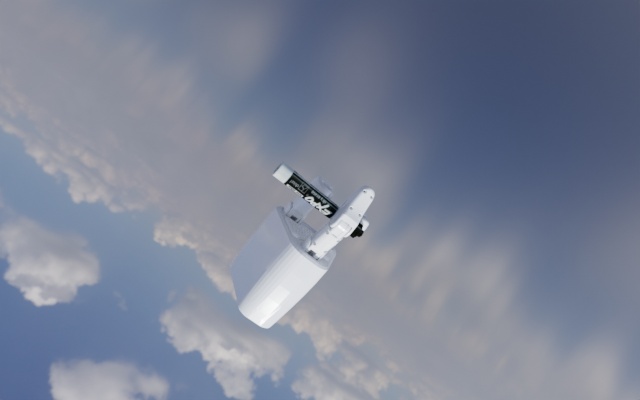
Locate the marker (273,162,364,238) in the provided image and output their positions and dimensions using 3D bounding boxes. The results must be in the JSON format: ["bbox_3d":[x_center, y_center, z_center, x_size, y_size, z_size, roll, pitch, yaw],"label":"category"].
[{"bbox_3d":[0.000,0.002,0.523,0.121,0.020,0.020,38,-11,-14],"label":"marker"}]
